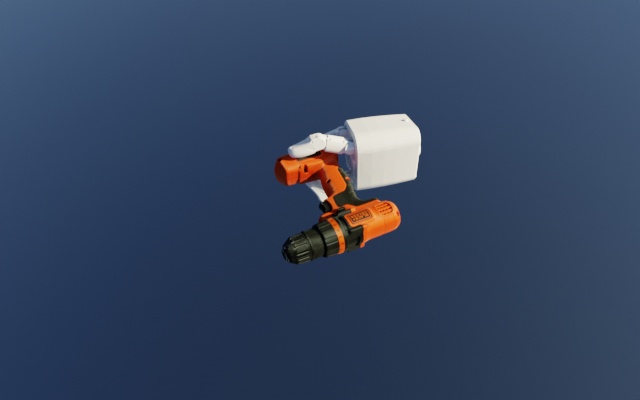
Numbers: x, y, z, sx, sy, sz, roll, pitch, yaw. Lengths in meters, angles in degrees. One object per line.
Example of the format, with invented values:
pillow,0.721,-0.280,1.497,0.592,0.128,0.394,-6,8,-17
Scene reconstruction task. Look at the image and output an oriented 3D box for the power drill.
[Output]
power drill,0.000,0.002,0.723,0.184,0.187,0.057,-17,-38,-22
